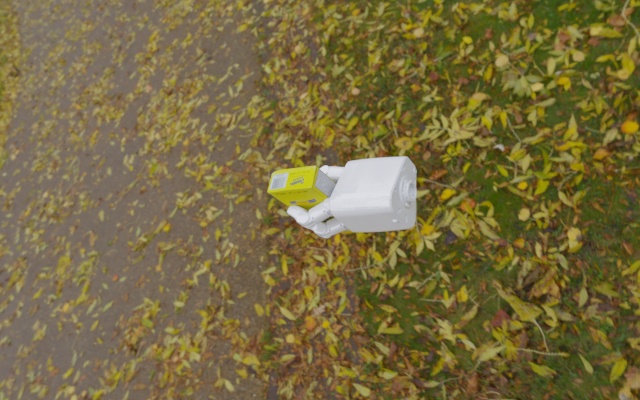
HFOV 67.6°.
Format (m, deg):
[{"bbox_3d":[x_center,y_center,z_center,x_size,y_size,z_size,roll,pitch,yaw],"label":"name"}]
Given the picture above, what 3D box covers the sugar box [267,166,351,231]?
[{"bbox_3d":[0.000,0.003,0.819,0.093,0.048,0.176,-4,-29,35],"label":"sugar box"}]
